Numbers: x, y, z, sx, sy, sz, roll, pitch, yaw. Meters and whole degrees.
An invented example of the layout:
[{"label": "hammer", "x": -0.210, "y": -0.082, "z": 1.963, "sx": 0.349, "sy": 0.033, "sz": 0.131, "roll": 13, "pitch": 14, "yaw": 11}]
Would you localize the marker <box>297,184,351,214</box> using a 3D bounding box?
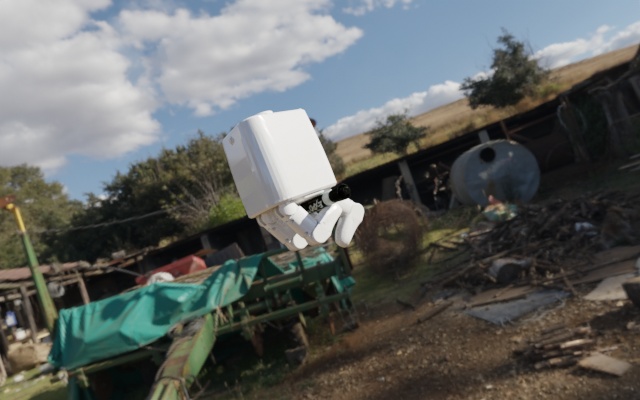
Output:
[{"label": "marker", "x": 0.000, "y": 0.002, "z": 0.589, "sx": 0.020, "sy": 0.020, "sz": 0.121, "roll": 0, "pitch": -13, "yaw": -30}]
